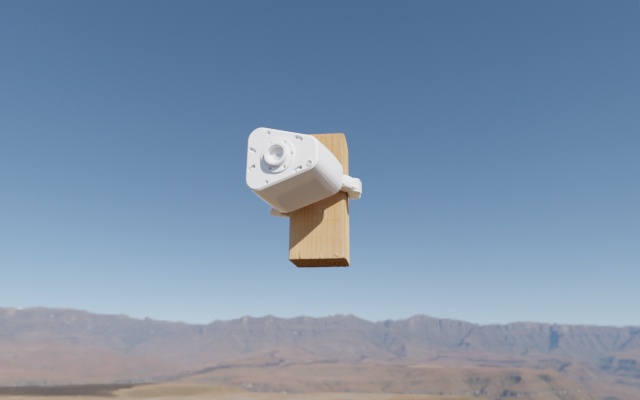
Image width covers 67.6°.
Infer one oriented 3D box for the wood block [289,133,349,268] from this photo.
[{"bbox_3d":[0.000,0.002,0.792,0.091,0.206,0.090,-2,-17,7],"label":"wood block"}]
